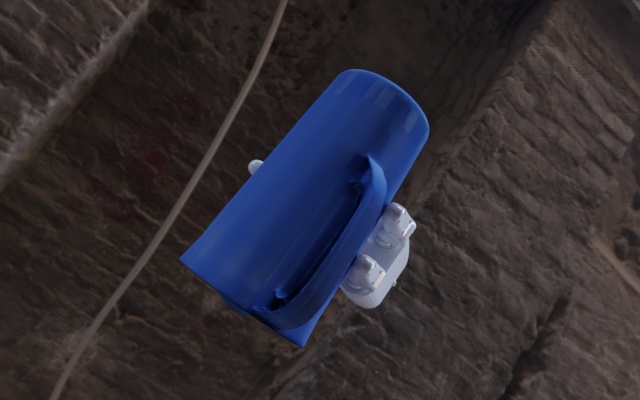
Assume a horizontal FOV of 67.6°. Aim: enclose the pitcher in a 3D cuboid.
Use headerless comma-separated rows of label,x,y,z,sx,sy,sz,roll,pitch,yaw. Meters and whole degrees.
pitcher,0.000,0.001,0.437,0.149,0.243,0.145,31,-13,24
